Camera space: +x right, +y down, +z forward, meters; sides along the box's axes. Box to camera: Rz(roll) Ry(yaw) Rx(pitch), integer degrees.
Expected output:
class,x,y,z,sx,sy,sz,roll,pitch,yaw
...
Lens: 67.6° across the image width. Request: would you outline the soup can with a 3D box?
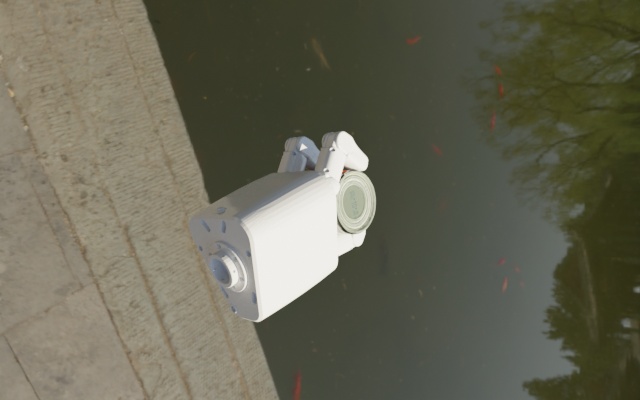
class,x,y,z,sx,sy,sz,roll,pitch,yaw
soup can,0.001,0.002,0.520,0.102,0.068,0.068,0,0,44
